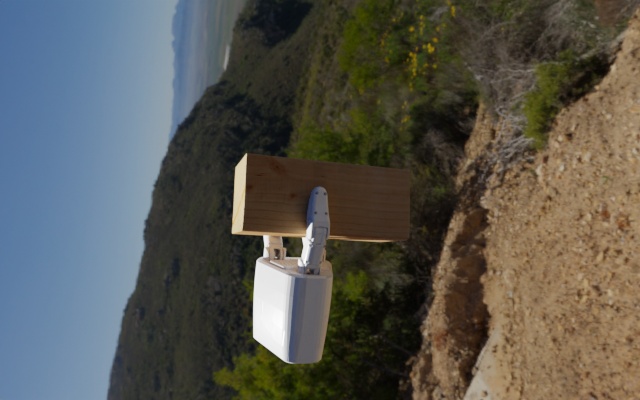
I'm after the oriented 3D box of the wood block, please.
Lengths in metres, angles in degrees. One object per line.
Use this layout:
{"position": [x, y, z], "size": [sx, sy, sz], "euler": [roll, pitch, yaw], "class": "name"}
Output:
{"position": [0.000, 0.002, 0.602], "size": [0.206, 0.090, 0.091], "euler": [4, -7, -18], "class": "wood block"}
